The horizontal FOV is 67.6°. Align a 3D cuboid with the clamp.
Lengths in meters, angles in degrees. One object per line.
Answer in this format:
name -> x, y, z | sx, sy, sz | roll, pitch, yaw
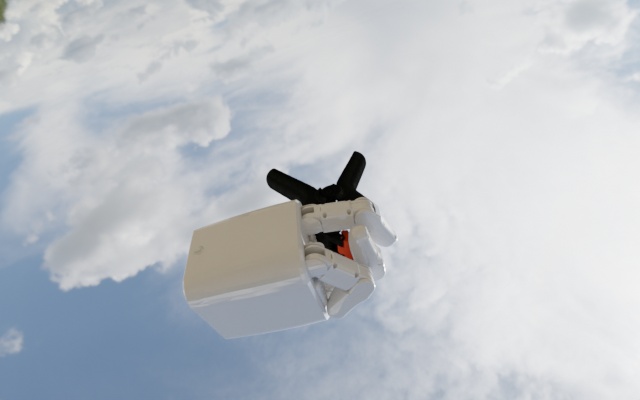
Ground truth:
clamp -> 0.000, 0.002, 0.517 | 0.120, 0.039, 0.171 | -12, 33, 4
